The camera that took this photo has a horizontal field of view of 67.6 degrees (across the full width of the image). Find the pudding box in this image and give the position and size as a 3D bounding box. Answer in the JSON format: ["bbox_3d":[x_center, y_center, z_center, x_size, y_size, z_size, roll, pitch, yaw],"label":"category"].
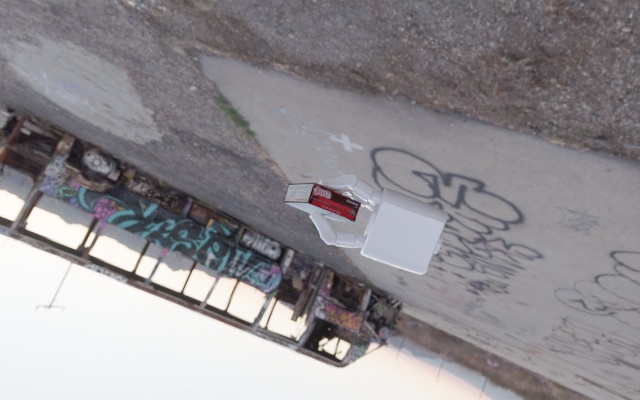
[{"bbox_3d":[0.000,0.003,0.786,0.090,0.039,0.113,24,-11,-24],"label":"pudding box"}]
